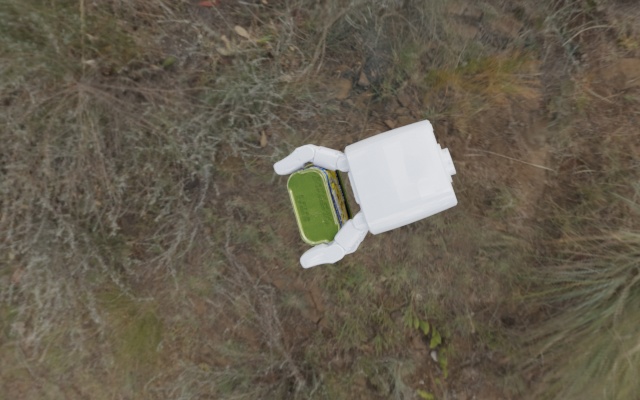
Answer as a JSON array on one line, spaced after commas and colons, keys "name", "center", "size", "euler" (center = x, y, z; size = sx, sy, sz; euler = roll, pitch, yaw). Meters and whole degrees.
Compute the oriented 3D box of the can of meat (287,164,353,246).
[{"name": "can of meat", "center": [0.000, 0.002, 0.625], "size": [0.057, 0.102, 0.084], "euler": [-15, 5, 15]}]
